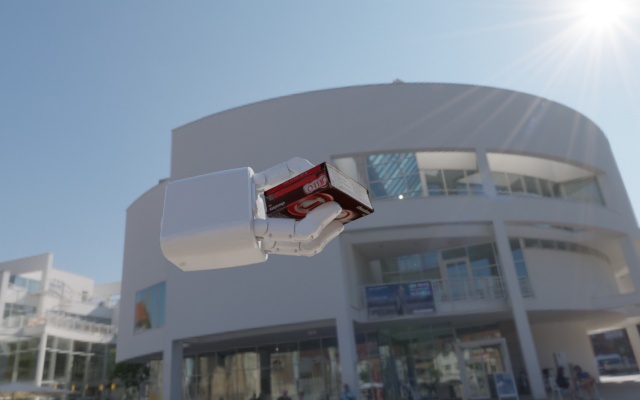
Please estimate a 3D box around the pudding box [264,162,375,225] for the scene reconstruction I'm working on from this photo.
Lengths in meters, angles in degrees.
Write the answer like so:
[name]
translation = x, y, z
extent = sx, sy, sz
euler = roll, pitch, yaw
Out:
[pudding box]
translation = 0.000, 0.002, 0.581
extent = 0.090, 0.039, 0.113
euler = -24, -25, 25
